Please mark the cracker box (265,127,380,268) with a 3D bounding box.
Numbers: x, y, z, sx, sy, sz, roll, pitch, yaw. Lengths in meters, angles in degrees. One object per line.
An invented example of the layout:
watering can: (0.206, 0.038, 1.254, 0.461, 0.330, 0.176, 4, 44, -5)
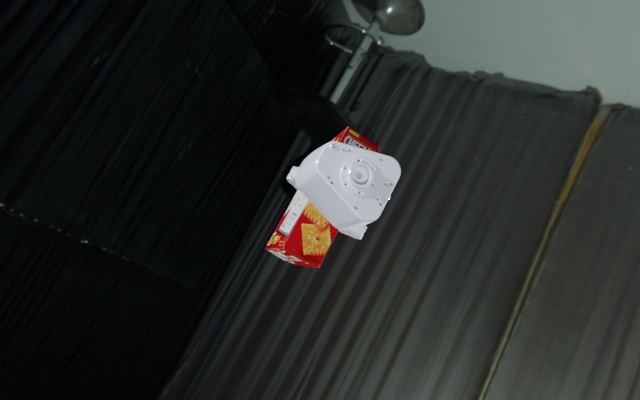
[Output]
cracker box: (0.000, 0.003, 0.787, 0.072, 0.213, 0.164, 31, -13, -10)
